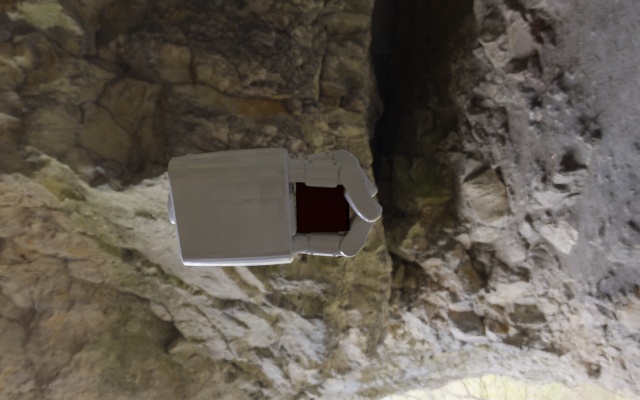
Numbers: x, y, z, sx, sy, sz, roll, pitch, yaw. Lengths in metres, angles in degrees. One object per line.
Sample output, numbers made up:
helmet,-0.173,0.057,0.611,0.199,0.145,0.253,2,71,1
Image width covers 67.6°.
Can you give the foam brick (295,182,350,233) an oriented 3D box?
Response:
foam brick,0.000,0.002,0.489,0.051,0.053,0.078,-2,4,-3
